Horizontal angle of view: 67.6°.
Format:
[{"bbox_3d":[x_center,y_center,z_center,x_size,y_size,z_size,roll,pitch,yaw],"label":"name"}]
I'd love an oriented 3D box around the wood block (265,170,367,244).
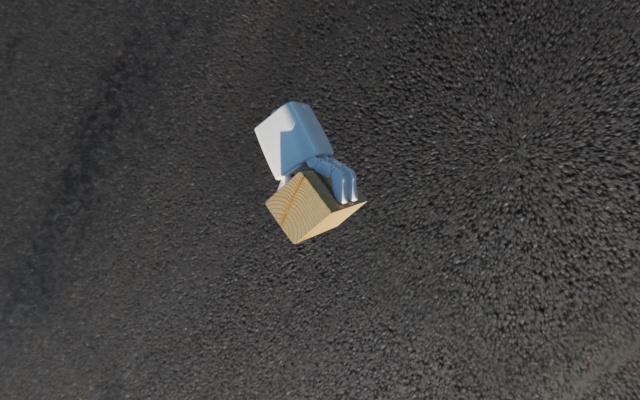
[{"bbox_3d":[0.000,0.003,0.881,0.091,0.090,0.206,-40,-10,21],"label":"wood block"}]
